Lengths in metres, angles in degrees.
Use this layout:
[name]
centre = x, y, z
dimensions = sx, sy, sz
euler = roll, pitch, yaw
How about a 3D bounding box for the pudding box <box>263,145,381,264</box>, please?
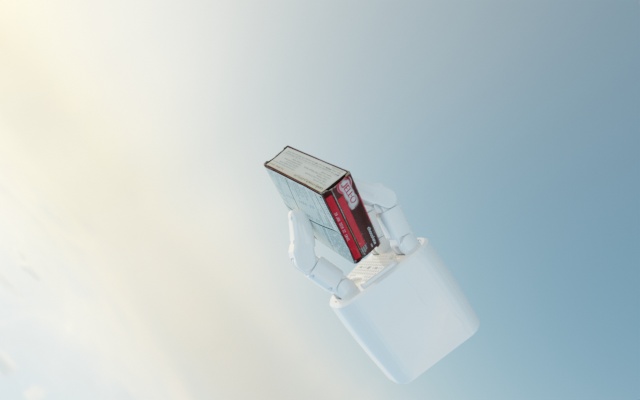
[pudding box]
centre = 0.000, 0.002, 0.469
dimensions = 0.039, 0.090, 0.113
euler = -38, 35, -20
